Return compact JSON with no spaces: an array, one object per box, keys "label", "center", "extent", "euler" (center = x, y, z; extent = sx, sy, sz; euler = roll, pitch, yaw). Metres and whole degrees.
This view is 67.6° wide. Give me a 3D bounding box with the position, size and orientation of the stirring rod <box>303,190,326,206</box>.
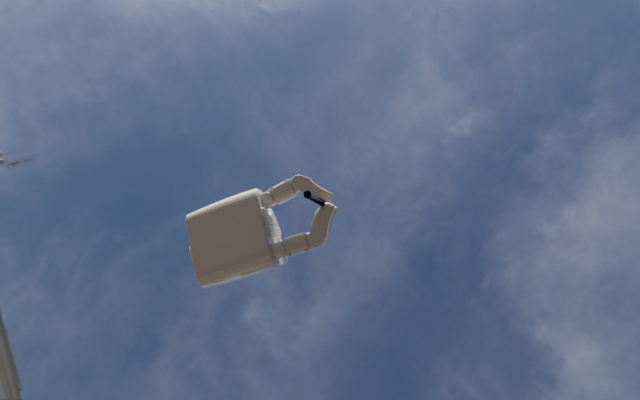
[{"label":"stirring rod","center":[0.000,0.002,0.591],"extent":[0.011,0.011,0.239],"euler":[0,-4,6]}]
